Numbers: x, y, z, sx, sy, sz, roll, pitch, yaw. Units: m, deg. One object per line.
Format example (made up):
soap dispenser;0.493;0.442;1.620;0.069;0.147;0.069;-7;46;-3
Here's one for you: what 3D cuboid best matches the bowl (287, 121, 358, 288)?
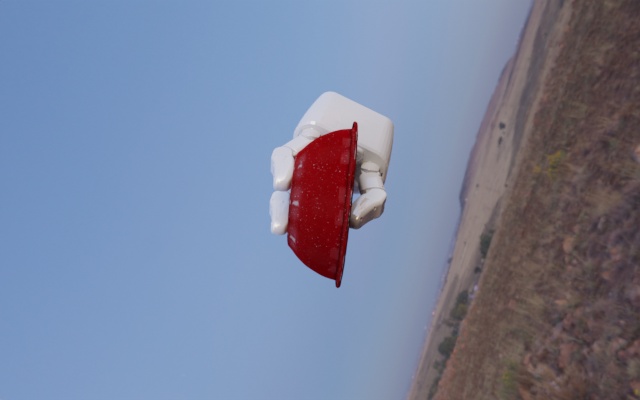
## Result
bowl;0.000;0.002;0.464;0.055;0.162;0.162;6;0;0
